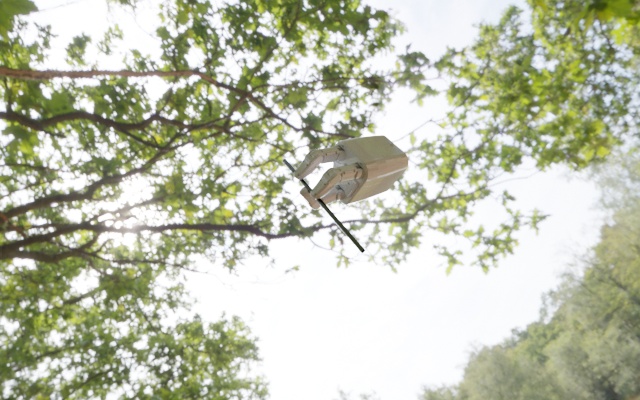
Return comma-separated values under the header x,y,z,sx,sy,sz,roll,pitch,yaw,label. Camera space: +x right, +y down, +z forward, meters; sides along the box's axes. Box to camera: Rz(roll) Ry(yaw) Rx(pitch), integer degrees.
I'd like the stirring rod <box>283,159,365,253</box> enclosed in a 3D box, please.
x,y,z,sx,sy,sz,roll,pitch,yaw,label
0.000,0.003,0.794,0.011,0.011,0.239,0,39,-44,stirring rod
